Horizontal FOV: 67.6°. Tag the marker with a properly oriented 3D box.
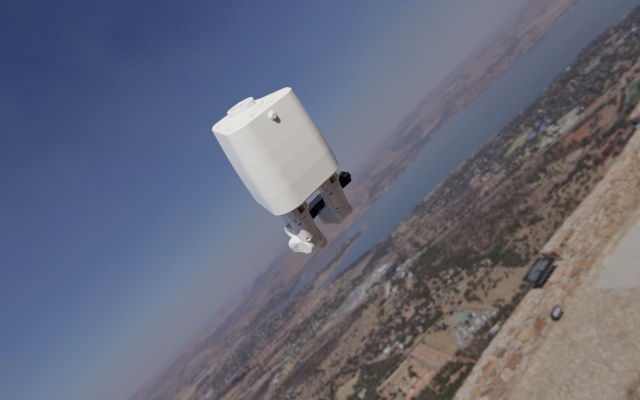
[{"bbox_3d":[0.000,0.002,0.614,0.121,0.020,0.020,-45,25,-28],"label":"marker"}]
